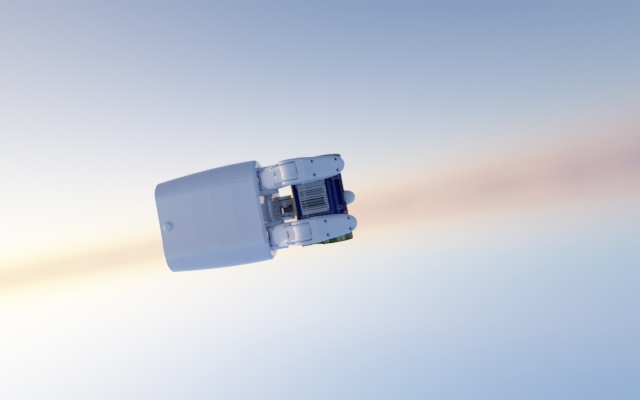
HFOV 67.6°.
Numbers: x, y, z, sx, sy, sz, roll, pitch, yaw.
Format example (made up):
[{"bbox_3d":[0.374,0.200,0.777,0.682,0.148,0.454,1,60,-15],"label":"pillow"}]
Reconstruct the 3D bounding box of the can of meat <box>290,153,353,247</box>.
[{"bbox_3d":[0.000,0.002,0.494,0.057,0.084,0.102,-10,-2,2],"label":"can of meat"}]
